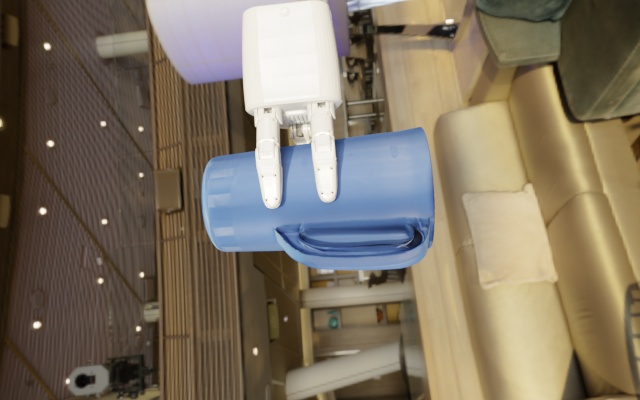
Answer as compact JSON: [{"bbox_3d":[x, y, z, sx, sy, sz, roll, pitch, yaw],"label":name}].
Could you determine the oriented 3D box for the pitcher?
[{"bbox_3d":[0.000,0.002,0.522,0.243,0.145,0.149,-5,-3,4],"label":"pitcher"}]
